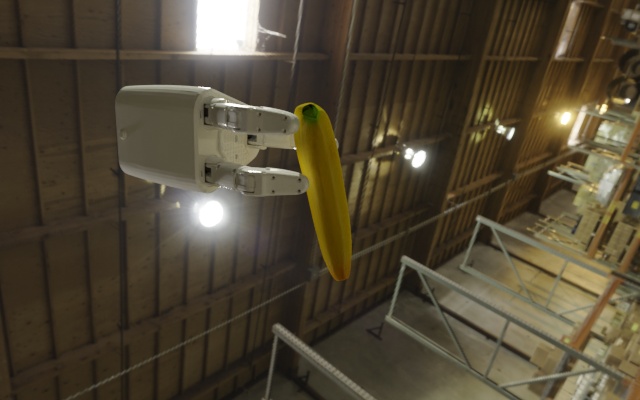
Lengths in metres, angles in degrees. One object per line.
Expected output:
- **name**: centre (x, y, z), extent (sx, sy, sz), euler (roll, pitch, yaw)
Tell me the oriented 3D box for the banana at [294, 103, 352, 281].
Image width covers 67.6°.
- **banana**: centre (0.002, -0.013, 0.448), extent (0.037, 0.198, 0.069), euler (-5, 38, 12)
